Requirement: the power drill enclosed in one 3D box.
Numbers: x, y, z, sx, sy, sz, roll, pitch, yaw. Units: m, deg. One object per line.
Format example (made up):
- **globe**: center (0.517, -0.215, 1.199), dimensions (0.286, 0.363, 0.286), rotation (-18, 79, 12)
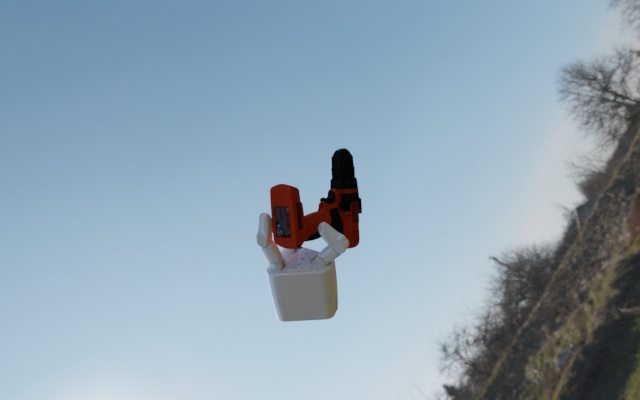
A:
- **power drill**: center (0.000, 0.003, 0.826), dimensions (0.057, 0.184, 0.187), rotation (-3, 3, 44)
